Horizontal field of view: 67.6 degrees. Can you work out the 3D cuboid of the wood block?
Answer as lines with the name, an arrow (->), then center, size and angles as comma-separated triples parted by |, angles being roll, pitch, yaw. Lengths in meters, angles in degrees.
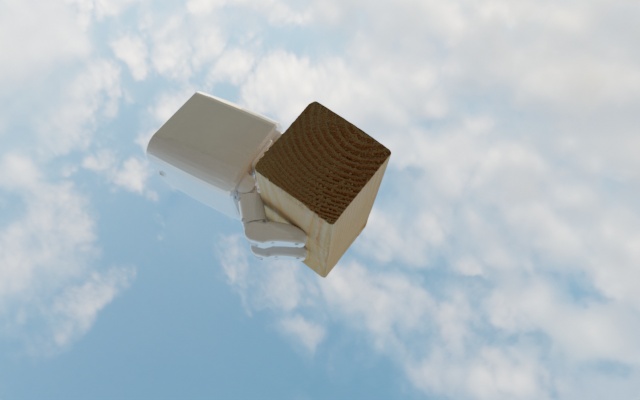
wood block -> 0.000, 0.001, 0.510 | 0.090, 0.091, 0.206 | 35, -18, 11
